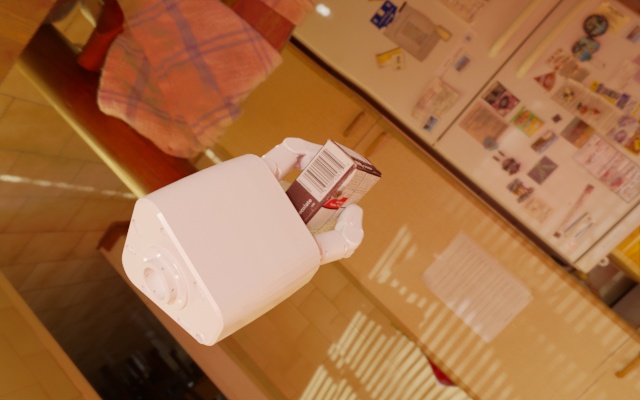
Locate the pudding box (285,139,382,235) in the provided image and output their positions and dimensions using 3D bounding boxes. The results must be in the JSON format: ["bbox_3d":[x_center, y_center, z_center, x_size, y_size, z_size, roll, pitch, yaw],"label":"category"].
[{"bbox_3d":[0.000,0.002,0.455,0.039,0.113,0.090,46,13,17],"label":"pudding box"}]
